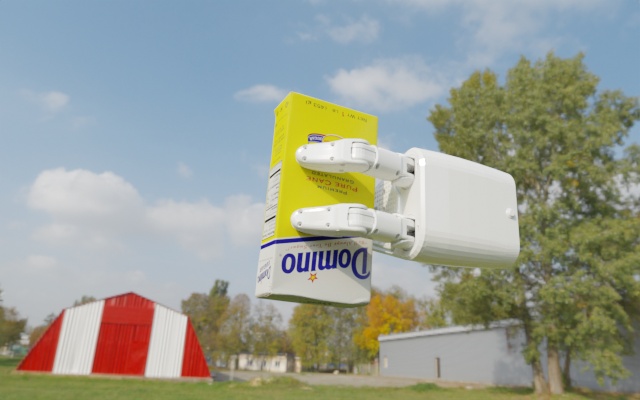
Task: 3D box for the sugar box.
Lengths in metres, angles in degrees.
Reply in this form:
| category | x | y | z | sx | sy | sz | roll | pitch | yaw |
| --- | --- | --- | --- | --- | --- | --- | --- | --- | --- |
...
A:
| category | x | y | z | sx | sy | sz | roll | pitch | yaw |
| --- | --- | --- | --- | --- | --- | --- | --- | --- | --- |
| sugar box | 0.000 | 0.001 | 0.421 | 0.093 | 0.176 | 0.048 | 11 | -20 | -23 |
